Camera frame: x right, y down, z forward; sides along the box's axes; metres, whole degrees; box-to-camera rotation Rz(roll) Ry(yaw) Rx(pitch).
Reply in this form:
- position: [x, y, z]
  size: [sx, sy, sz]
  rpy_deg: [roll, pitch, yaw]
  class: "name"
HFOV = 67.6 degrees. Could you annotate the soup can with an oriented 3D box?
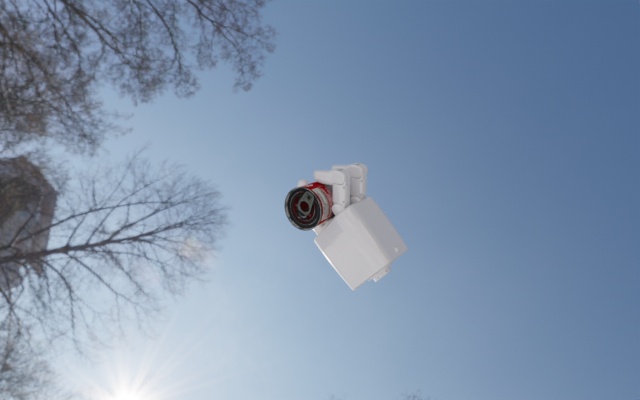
- position: [0.000, 0.002, 0.760]
  size: [0.068, 0.068, 0.102]
  rpy_deg: [0, 12, 34]
  class: "soup can"
